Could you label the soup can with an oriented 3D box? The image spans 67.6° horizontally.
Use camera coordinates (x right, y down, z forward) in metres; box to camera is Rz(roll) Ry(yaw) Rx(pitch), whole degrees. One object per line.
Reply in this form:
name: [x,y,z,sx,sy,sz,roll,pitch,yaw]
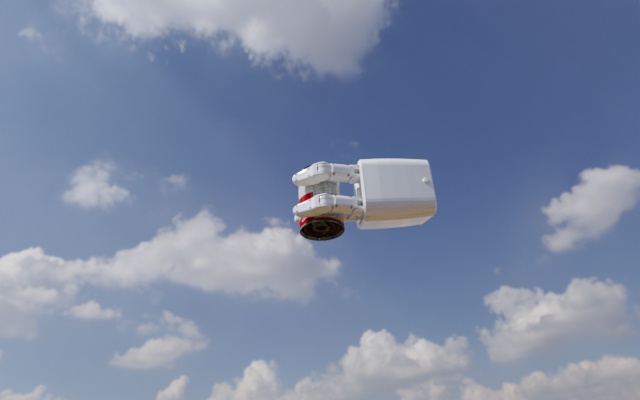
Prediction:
soup can: [0.000,0.002,0.741,0.068,0.102,0.068,-2,-29,-1]
